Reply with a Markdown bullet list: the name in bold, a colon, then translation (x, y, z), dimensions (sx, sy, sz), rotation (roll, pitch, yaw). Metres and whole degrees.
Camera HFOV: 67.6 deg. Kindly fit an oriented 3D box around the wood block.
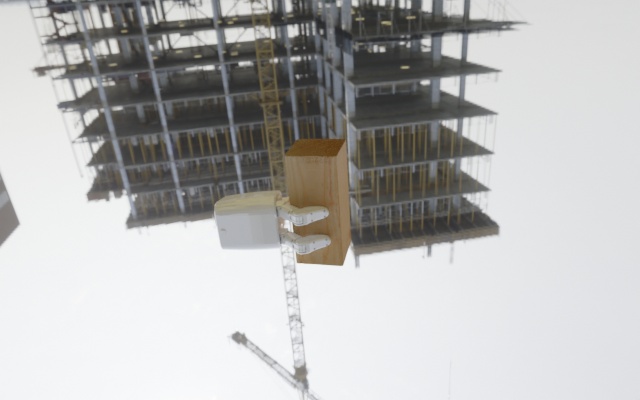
- **wood block**: translation (0.000, 0.003, 0.845), dimensions (0.090, 0.206, 0.090), rotation (2, 26, 12)
